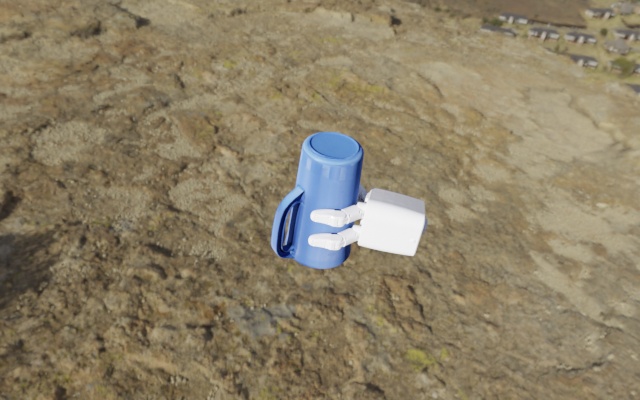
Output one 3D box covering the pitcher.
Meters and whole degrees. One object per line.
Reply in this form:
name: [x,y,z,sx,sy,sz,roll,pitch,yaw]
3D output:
pitcher: [0.000,0.003,0.887,0.145,0.243,0.149,13,37,7]
